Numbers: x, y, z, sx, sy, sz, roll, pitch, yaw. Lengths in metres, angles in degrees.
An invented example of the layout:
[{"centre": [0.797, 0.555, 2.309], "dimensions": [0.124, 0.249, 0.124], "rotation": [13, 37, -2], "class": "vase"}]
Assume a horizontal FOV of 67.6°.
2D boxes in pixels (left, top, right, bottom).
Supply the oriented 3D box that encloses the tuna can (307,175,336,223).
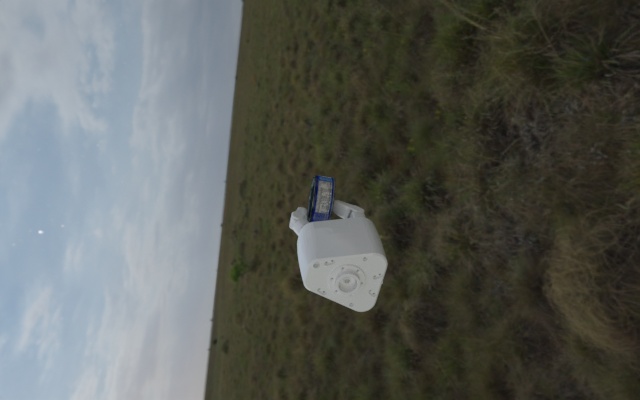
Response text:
[{"centre": [0.000, 0.002, 0.777], "dimensions": [0.034, 0.086, 0.086], "rotation": [8, -1, -6], "class": "tuna can"}]
